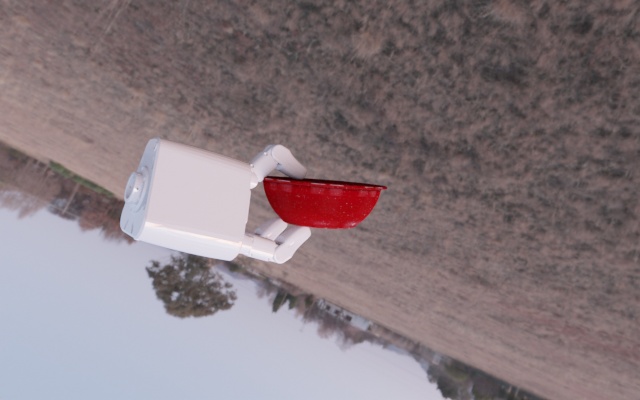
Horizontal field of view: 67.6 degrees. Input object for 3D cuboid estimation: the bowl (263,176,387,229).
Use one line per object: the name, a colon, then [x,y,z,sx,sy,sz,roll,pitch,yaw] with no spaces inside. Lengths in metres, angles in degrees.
bowl: [0.001,0.002,0.596,0.162,0.055,0.162,4,4,0]
